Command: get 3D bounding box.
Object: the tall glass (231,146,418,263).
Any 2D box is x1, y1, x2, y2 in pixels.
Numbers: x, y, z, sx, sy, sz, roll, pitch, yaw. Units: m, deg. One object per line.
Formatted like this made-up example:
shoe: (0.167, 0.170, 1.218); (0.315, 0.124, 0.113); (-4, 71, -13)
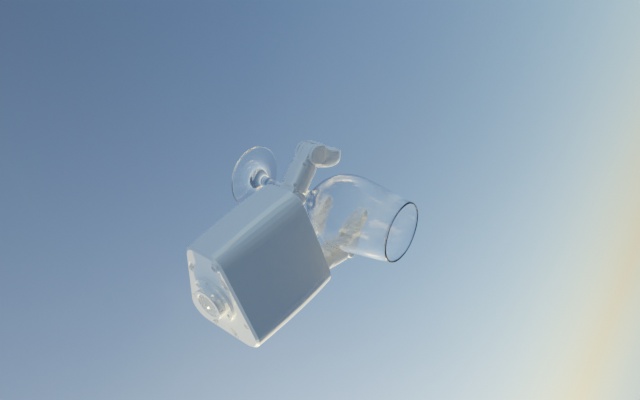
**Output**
tall glass: (0.000, 0.001, 0.508); (0.201, 0.079, 0.079); (20, 11, 33)
